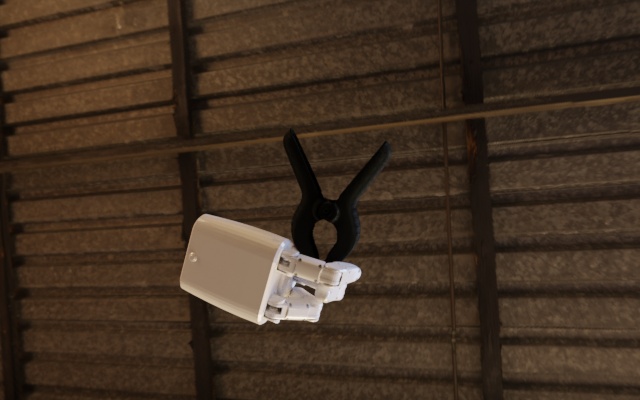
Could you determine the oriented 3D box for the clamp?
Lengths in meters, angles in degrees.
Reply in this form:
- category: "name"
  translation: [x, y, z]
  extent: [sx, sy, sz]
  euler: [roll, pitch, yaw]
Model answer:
- category: "clamp"
  translation: [0.000, 0.002, 0.539]
  extent: [0.120, 0.171, 0.039]
  euler: [18, 7, 13]
